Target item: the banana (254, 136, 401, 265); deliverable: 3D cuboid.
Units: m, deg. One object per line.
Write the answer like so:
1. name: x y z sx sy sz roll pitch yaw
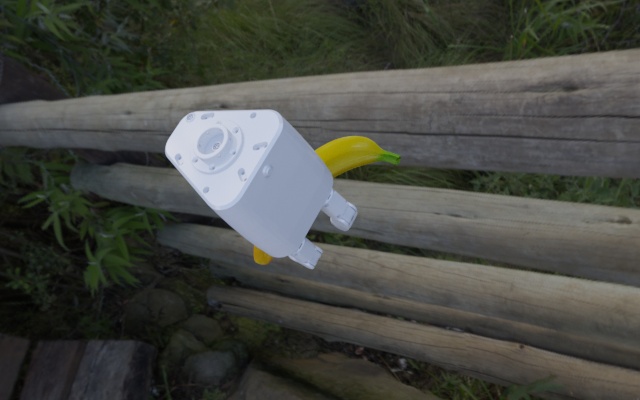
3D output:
1. banana: -0.008 -0.013 0.529 0.198 0.069 0.037 -38 -26 -4
